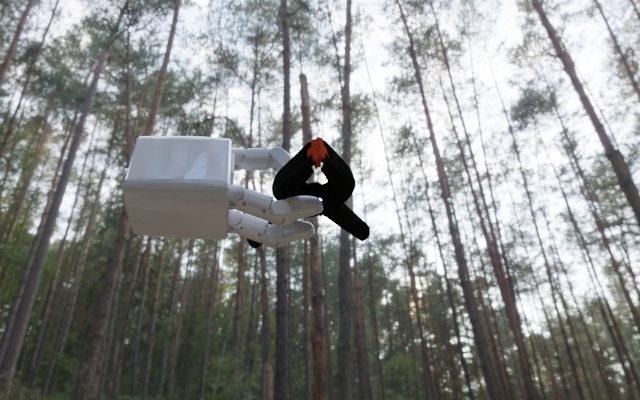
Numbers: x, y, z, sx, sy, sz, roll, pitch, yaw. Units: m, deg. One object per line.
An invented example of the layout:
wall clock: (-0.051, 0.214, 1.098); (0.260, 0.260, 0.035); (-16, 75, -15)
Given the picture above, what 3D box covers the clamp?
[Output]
clamp: (0.000, 0.001, 0.572); (0.164, 0.036, 0.210); (0, -32, -13)
